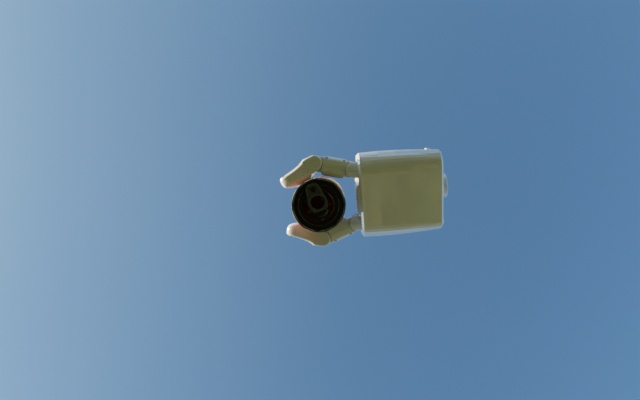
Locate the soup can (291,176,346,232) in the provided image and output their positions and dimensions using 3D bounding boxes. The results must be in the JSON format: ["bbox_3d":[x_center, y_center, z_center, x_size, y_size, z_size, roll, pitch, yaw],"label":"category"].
[{"bbox_3d":[0.000,0.002,0.643,0.068,0.068,0.102,0,5,3],"label":"soup can"}]
